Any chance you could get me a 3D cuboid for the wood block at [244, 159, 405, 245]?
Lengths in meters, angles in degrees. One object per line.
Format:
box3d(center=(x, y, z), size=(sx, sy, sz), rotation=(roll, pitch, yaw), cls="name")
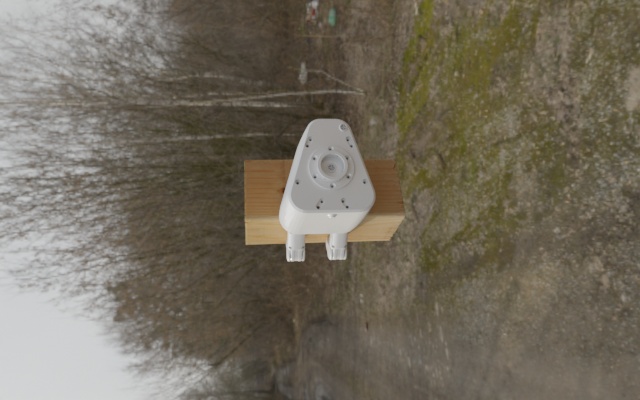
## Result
box3d(center=(0.000, 0.002, 0.660), size=(0.206, 0.090, 0.090), rotation=(-1, -27, -8), cls="wood block")
